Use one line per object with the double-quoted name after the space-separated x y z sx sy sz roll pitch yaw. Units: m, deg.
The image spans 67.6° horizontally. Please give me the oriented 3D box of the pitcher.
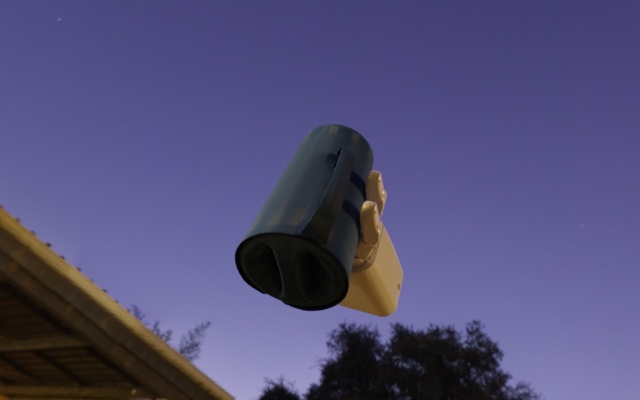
0.000 0.002 0.606 0.149 0.145 0.242 -9 38 27 "pitcher"
